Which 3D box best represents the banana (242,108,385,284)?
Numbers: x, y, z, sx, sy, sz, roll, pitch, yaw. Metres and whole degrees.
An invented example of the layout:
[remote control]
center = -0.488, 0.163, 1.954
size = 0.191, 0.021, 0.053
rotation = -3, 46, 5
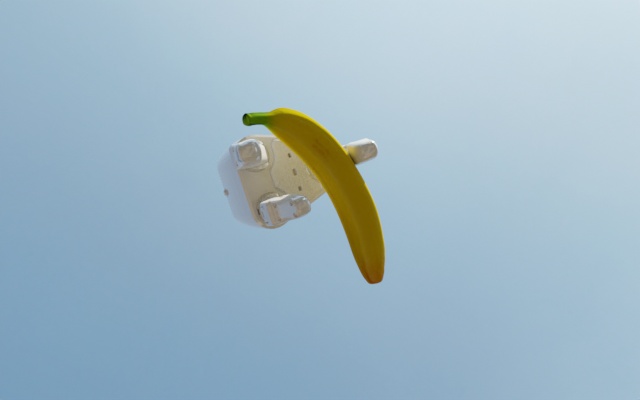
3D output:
[banana]
center = 0.009, -0.013, 0.438
size = 0.069, 0.198, 0.037
rotation = -47, 17, -27
